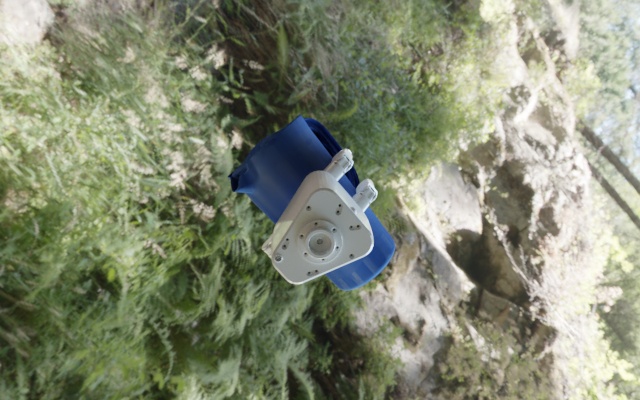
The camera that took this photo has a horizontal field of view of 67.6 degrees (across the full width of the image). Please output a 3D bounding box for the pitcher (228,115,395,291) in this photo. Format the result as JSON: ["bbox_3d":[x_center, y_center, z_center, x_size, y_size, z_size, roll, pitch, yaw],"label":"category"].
[{"bbox_3d":[0.000,0.002,0.689,0.149,0.243,0.145,-40,10,5],"label":"pitcher"}]
